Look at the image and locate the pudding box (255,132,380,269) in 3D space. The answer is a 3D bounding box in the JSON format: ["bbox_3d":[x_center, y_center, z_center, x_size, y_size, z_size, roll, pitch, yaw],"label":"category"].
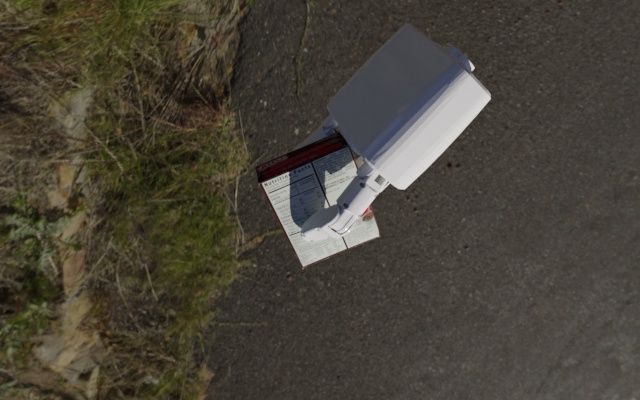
[{"bbox_3d":[0.000,0.002,0.462,0.090,0.113,0.039,-22,30,2],"label":"pudding box"}]
